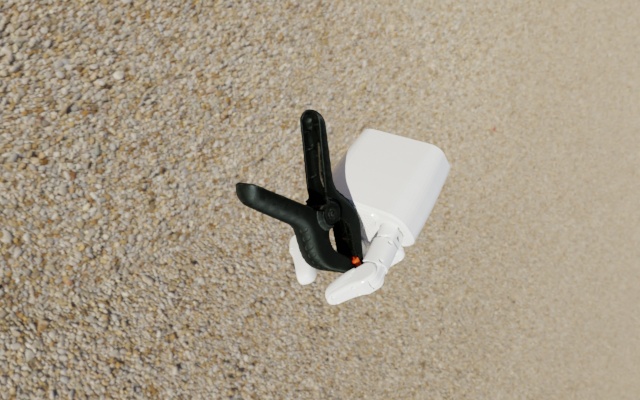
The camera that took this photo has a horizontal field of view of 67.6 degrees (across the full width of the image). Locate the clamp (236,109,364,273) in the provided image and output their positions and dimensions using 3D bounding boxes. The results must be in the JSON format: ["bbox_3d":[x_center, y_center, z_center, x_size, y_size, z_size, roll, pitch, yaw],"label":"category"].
[{"bbox_3d":[0.001,0.002,0.461,0.039,0.120,0.171,9,-33,44],"label":"clamp"}]
